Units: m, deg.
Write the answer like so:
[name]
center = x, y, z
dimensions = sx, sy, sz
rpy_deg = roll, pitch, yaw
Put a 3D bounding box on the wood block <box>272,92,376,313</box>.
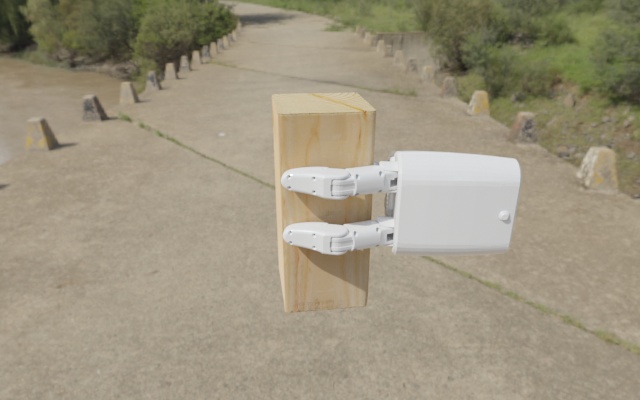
[wood block]
center = 0.000, 0.001, 0.491
dimensions = 0.090, 0.206, 0.090
rpy_deg = -3, 24, -7
